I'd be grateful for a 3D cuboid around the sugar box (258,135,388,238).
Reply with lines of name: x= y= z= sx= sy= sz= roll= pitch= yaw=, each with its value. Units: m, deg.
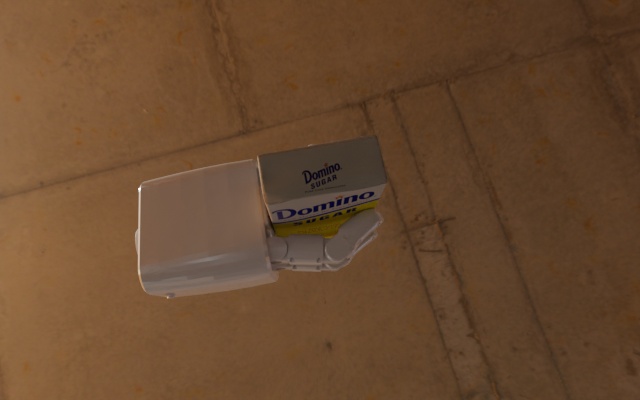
sugar box: x=0.000 y=0.002 z=0.429 sx=0.093 sy=0.048 sz=0.176 roll=-10 pitch=-13 yaw=-3
